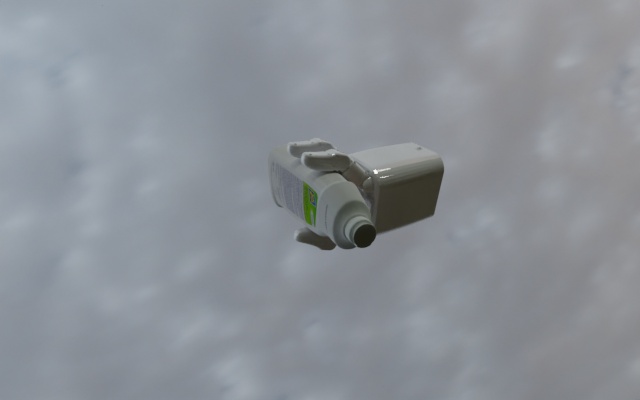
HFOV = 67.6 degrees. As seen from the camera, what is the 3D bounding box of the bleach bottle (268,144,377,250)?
[{"bbox_3d":[0.000,0.002,0.619,0.068,0.103,0.250,-15,26,-18],"label":"bleach bottle"}]
